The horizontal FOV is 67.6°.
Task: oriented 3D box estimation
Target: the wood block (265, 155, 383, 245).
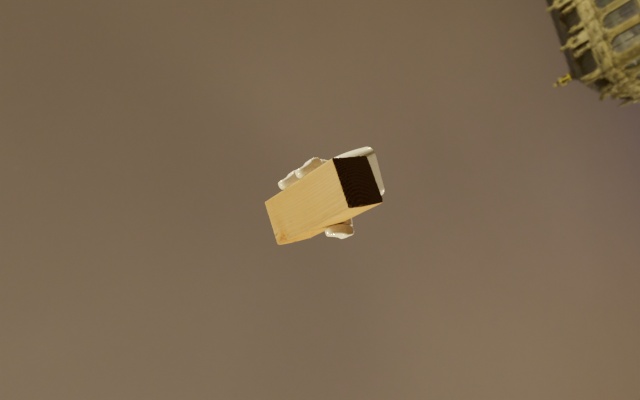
[{"bbox_3d":[0.000,0.003,0.868,0.090,0.091,0.206,-9,-15,-43],"label":"wood block"}]
